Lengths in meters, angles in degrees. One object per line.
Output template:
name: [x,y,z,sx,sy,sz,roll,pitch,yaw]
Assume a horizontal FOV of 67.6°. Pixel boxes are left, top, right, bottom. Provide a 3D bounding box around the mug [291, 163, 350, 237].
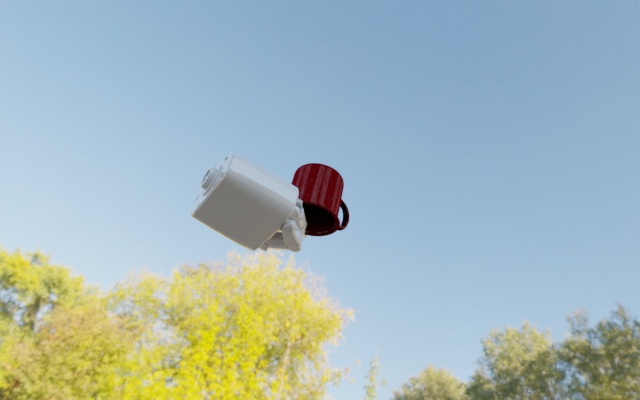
mug: [0.001,0.003,0.740,0.117,0.081,0.093,31,-39,-24]
